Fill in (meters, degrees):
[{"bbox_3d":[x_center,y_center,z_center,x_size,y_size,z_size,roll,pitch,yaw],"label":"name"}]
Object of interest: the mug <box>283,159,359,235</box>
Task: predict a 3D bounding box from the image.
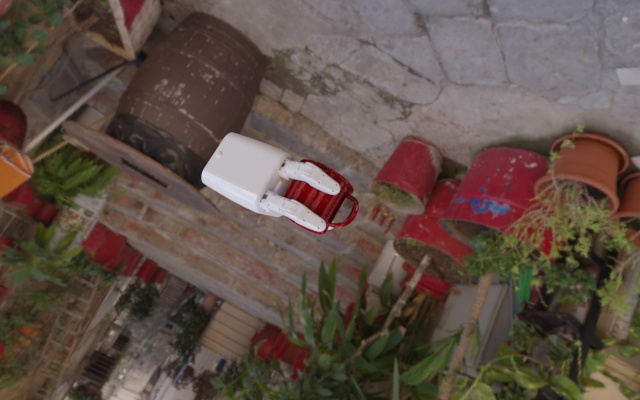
[{"bbox_3d":[0.001,0.003,0.706,0.117,0.081,0.093,25,-15,21],"label":"mug"}]
